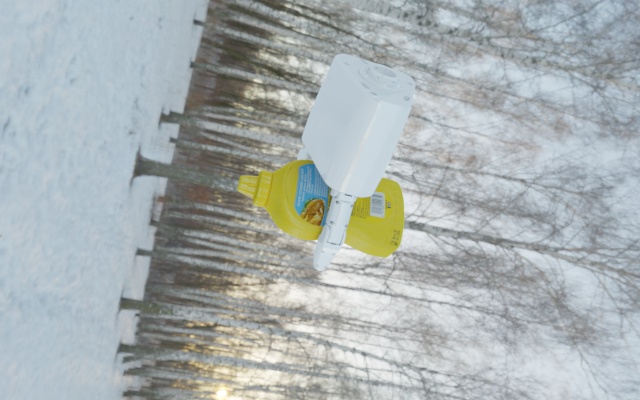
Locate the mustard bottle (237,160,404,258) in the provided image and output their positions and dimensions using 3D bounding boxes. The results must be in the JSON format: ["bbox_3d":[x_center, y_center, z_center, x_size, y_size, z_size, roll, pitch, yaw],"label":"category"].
[{"bbox_3d":[0.000,0.002,0.553,0.191,0.096,0.058,13,-30,-14],"label":"mustard bottle"}]
